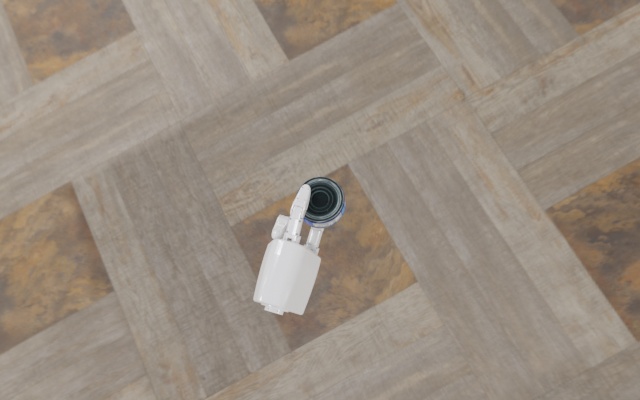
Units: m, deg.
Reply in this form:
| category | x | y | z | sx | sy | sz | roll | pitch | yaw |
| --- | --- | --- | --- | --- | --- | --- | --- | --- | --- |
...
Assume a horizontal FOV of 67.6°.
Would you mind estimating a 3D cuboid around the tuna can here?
| category | x | y | z | sx | sy | sz | roll | pitch | yaw |
| --- | --- | --- | --- | --- | --- | --- | --- | --- | --- |
| tuna can | 0.000 | 0.002 | 0.822 | 0.086 | 0.086 | 0.034 | 0 | -19 | 6 |
